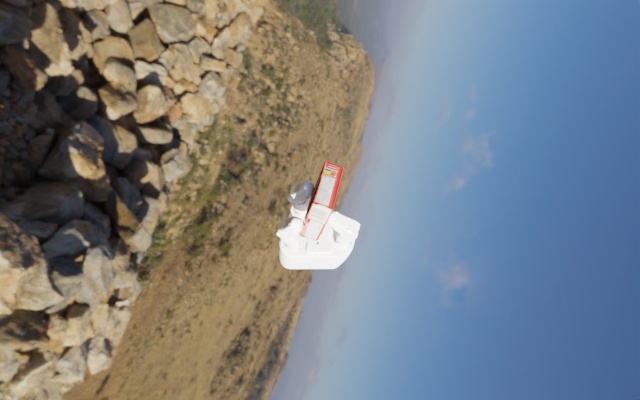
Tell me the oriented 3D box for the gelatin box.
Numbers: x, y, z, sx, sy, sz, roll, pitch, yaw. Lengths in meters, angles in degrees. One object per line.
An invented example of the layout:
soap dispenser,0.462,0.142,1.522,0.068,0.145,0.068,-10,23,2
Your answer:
gelatin box,0.001,0.002,0.648,0.030,0.073,0.089,19,-35,-4
